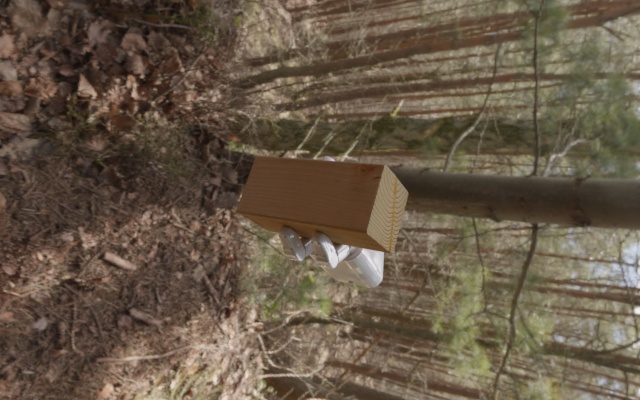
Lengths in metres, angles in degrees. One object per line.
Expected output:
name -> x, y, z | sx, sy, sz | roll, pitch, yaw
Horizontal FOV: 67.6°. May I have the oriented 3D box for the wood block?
wood block -> 0.000, 0.002, 0.651 | 0.206, 0.090, 0.090 | 7, -19, 33
